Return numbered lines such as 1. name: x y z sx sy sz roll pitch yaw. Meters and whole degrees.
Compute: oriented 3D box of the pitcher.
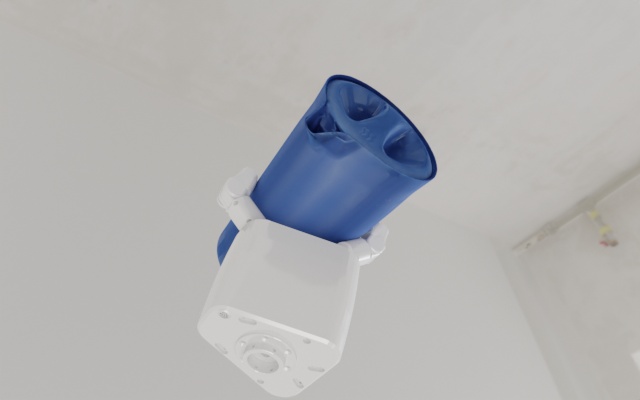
1. pitcher: 0.000 0.002 0.506 0.149 0.243 0.145 35 34 -13
